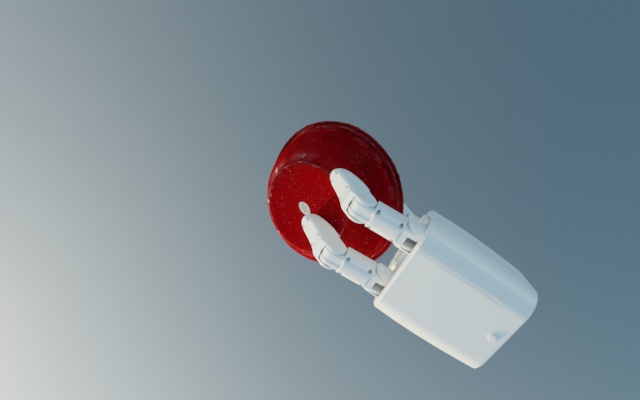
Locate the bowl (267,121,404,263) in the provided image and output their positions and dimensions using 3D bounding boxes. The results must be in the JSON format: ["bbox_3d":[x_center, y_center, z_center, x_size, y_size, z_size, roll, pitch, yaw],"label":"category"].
[{"bbox_3d":[-0.001,0.001,0.490,0.162,0.162,0.055,0,13,33],"label":"bowl"}]
